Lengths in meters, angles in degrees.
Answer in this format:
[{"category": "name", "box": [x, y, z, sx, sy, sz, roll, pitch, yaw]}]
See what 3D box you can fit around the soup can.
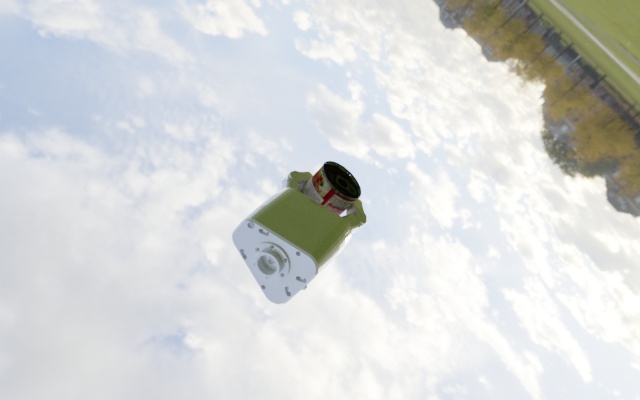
[{"category": "soup can", "box": [0.000, 0.002, 0.682, 0.068, 0.068, 0.102, 0, -38, -50]}]
